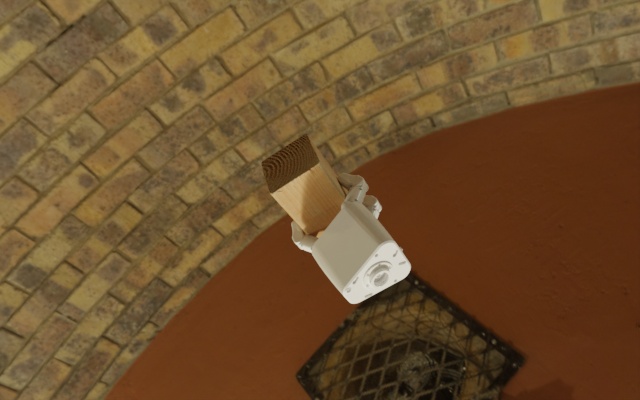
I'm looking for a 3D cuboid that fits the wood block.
[{"bbox_3d":[0.000,0.003,0.797,0.091,0.090,0.206,-32,-49,8],"label":"wood block"}]
